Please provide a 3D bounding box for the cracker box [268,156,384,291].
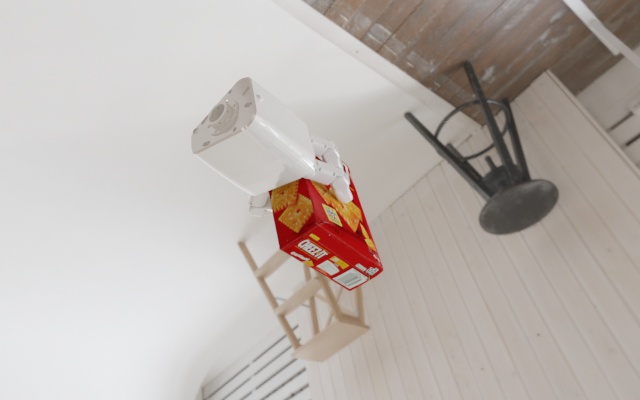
[{"bbox_3d":[0.000,0.002,0.688,0.072,0.213,0.164,-33,-44,20],"label":"cracker box"}]
